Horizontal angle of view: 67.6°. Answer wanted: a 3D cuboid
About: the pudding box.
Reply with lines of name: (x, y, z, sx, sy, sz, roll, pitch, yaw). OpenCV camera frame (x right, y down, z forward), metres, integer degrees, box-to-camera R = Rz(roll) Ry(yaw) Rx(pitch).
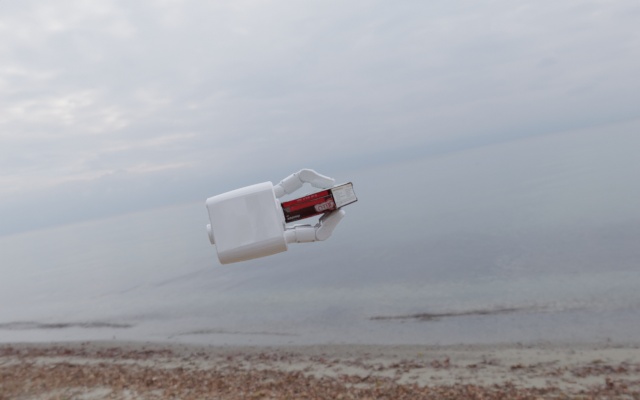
pudding box: (0.000, 0.002, 0.771, 0.090, 0.039, 0.113, -15, 3, 22)
